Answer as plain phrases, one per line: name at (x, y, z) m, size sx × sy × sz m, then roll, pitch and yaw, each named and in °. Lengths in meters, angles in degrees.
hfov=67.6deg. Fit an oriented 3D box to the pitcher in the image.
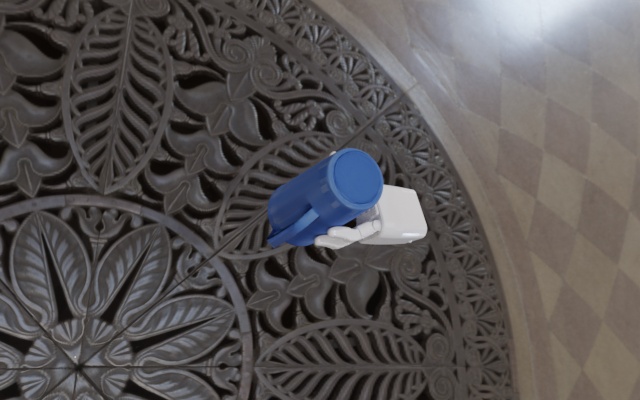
pitcher at (0.000, 0.003, 0.867) m, size 0.145 × 0.149 × 0.243 m, roll 8°, pitch -20°, yaw -26°
